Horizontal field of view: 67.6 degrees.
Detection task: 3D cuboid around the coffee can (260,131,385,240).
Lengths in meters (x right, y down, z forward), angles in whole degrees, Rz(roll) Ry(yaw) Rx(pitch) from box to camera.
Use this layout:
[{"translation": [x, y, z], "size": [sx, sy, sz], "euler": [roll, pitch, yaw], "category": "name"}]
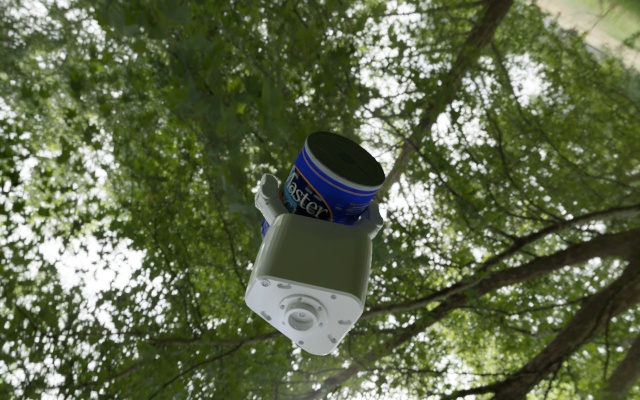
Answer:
[{"translation": [0.000, 0.002, 0.584], "size": [0.103, 0.140, 0.102], "euler": [22, 32, -14], "category": "coffee can"}]
